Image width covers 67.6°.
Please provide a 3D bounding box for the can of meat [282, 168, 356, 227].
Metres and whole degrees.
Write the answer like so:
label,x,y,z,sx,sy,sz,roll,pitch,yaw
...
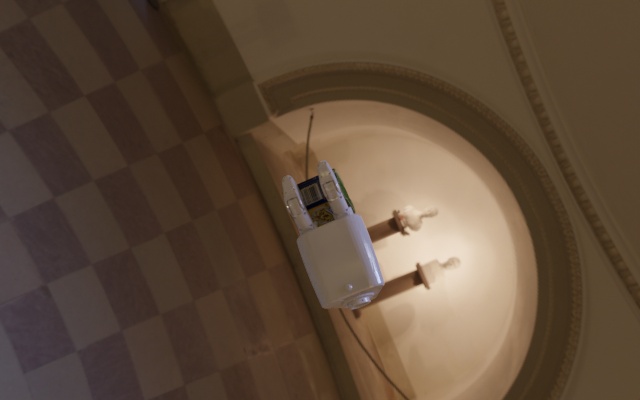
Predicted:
label,x,y,z,sx,sy,sz,roll,pitch,yaw
can of meat,0.000,0.002,0.727,0.084,0.057,0.102,-23,-25,7
